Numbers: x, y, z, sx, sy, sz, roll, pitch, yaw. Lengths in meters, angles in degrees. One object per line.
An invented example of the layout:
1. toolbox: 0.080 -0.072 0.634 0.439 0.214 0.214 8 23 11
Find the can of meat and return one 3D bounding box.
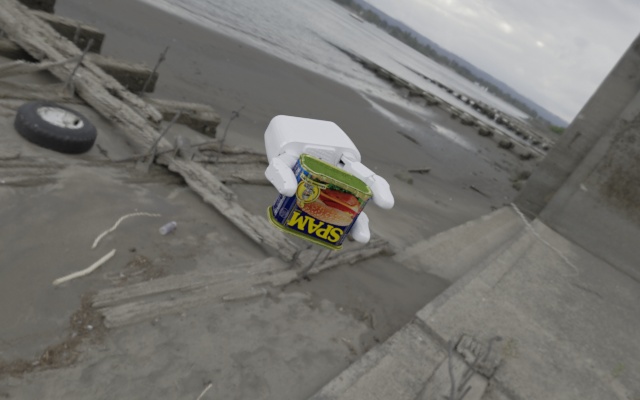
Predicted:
1. can of meat: 0.000 0.002 0.575 0.102 0.084 0.057 22 21 -21
